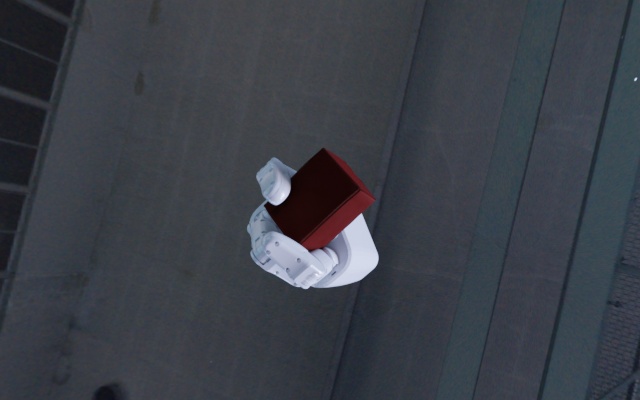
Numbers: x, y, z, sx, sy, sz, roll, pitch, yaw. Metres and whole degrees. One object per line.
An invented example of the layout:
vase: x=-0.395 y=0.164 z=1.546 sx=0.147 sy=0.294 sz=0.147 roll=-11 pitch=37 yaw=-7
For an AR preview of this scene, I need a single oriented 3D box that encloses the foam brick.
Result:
foam brick: x=0.000 y=0.001 z=0.426 sx=0.078 sy=0.053 sz=0.051 roll=-43 pitch=-23 yaw=13
